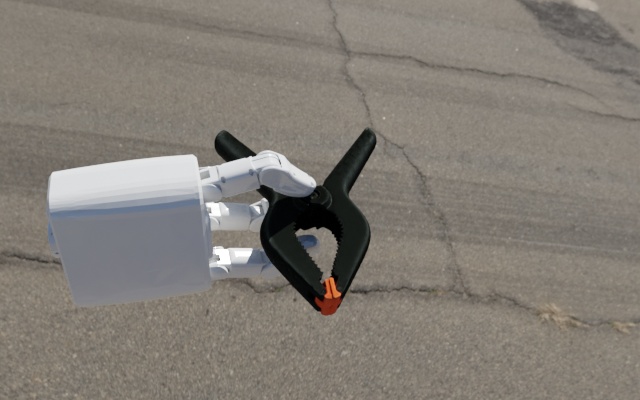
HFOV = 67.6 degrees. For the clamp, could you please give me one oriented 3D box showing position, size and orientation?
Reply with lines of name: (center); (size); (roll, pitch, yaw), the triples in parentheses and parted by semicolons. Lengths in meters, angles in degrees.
clamp: (0.000, 0.001, 0.432); (0.164, 0.209, 0.036); (-9, -40, -15)
